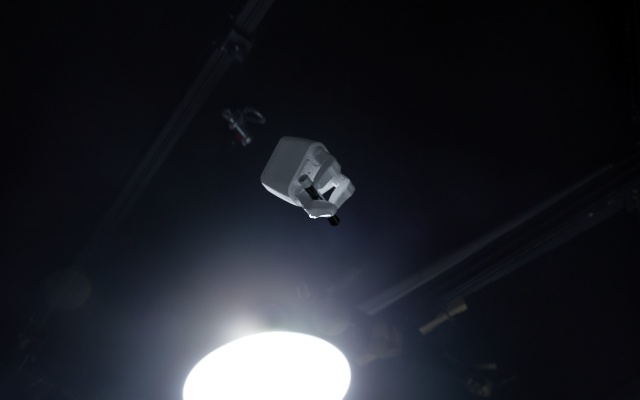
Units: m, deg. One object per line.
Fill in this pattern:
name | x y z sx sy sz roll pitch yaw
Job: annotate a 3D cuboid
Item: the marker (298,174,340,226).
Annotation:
marker | 0.000 0.003 0.806 0.020 0.020 0.121 0 -40 38
